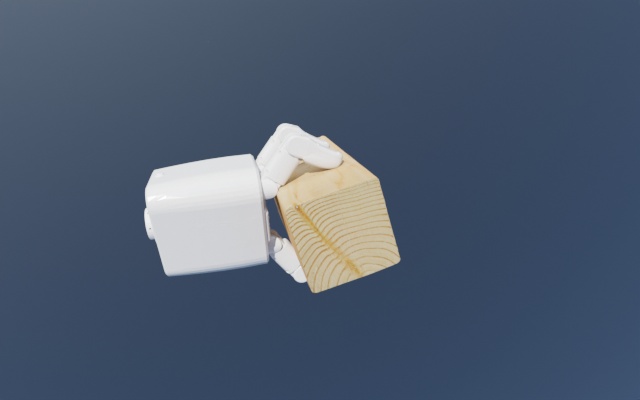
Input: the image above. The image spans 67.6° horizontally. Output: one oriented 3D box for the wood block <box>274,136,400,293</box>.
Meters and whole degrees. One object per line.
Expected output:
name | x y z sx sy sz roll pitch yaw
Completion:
wood block | 0.000 0.002 0.521 0.090 0.091 0.206 -19 21 -6
